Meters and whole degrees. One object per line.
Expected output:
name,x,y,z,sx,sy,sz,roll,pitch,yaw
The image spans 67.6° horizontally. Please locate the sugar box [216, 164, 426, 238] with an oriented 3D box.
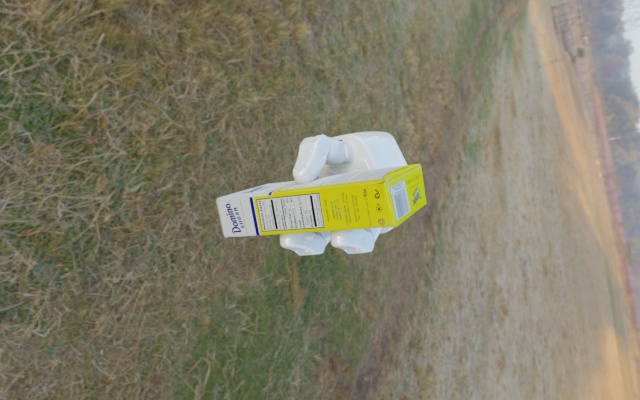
sugar box,0.000,0.002,0.451,0.176,0.048,0.093,-8,7,30
